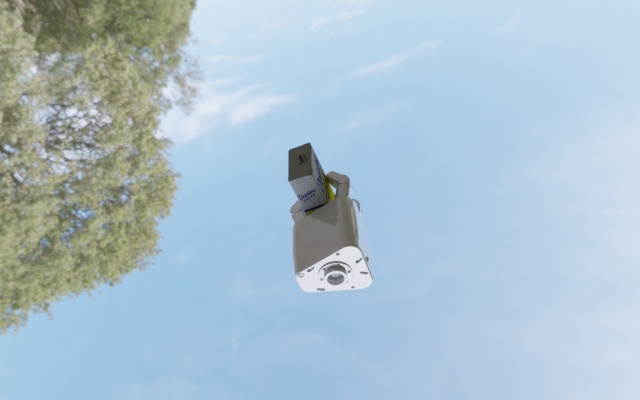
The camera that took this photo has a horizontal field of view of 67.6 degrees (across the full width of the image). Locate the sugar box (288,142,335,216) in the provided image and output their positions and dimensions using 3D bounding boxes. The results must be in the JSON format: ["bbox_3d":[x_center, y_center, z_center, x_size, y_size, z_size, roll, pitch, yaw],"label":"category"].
[{"bbox_3d":[0.001,0.003,0.780,0.048,0.176,0.093,-17,36,9],"label":"sugar box"}]
